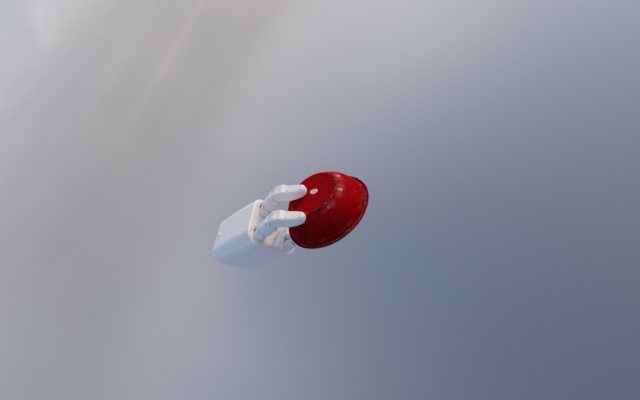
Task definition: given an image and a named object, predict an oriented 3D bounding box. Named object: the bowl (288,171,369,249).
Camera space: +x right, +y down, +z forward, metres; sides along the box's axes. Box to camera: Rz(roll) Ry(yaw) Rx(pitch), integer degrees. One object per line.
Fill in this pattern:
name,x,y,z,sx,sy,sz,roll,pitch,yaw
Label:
bowl,0.001,0.002,0.824,0.162,0.162,0.055,0,-39,39
